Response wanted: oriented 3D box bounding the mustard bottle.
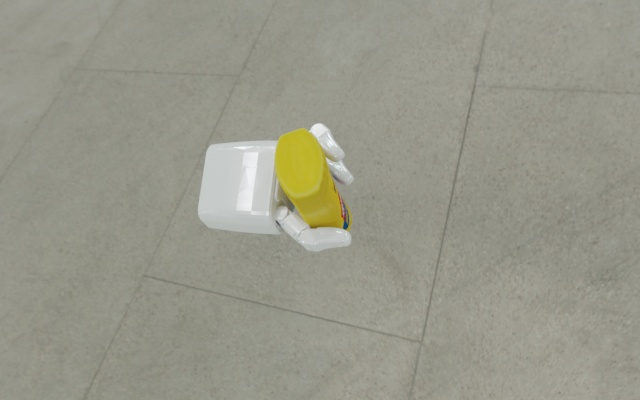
[{"bbox_3d":[0.000,0.002,0.604,0.058,0.096,0.192,-20,-33,6],"label":"mustard bottle"}]
